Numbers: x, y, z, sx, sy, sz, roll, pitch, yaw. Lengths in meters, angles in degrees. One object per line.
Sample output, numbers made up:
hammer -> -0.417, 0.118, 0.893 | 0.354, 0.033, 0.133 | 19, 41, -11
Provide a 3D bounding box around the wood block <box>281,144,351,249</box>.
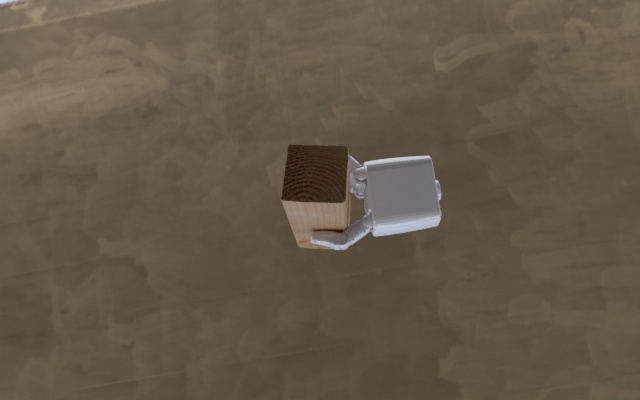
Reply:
wood block -> 0.001, 0.003, 0.755 | 0.090, 0.090, 0.206 | 2, -24, 6
